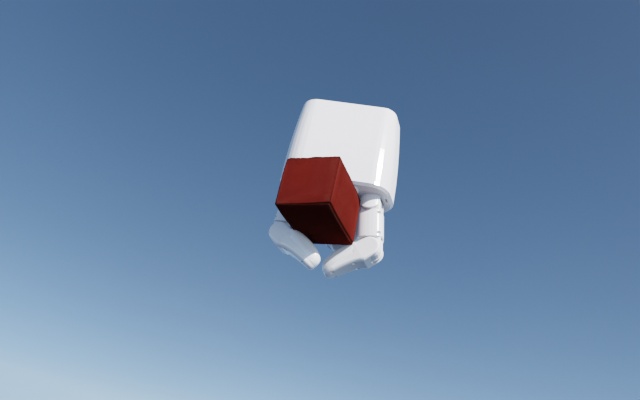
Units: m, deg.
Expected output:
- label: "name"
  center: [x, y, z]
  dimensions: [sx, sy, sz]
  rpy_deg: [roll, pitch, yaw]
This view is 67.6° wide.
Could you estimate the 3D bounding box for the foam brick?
- label: "foam brick"
  center: [0.000, 0.001, 0.442]
  dimensions: [0.053, 0.051, 0.078]
  rpy_deg: [0, -31, 21]
